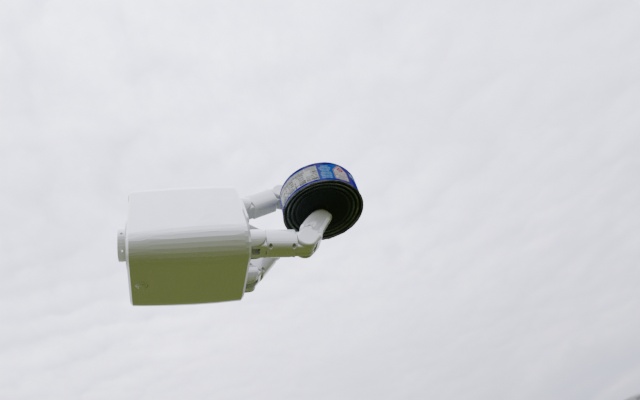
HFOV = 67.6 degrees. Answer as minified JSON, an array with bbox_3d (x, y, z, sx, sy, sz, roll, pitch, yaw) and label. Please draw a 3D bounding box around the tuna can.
[{"bbox_3d":[0.000,0.001,0.507,0.086,0.086,0.033,0,42,-16],"label":"tuna can"}]
